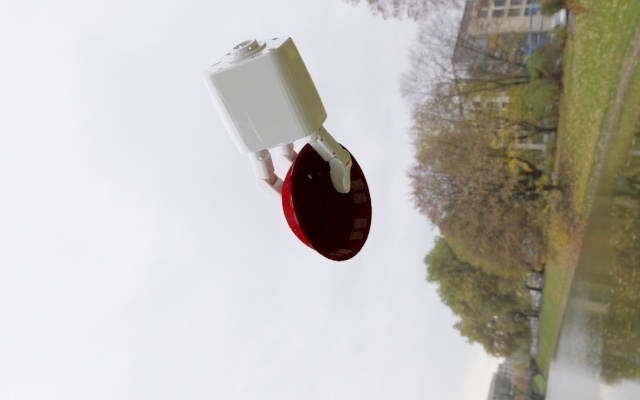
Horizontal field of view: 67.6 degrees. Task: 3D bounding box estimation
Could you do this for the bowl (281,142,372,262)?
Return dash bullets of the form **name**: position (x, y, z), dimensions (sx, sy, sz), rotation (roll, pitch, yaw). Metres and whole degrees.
- **bowl**: position (0.000, 0.003, 0.631), dimensions (0.055, 0.162, 0.162), rotation (-14, -9, 40)
